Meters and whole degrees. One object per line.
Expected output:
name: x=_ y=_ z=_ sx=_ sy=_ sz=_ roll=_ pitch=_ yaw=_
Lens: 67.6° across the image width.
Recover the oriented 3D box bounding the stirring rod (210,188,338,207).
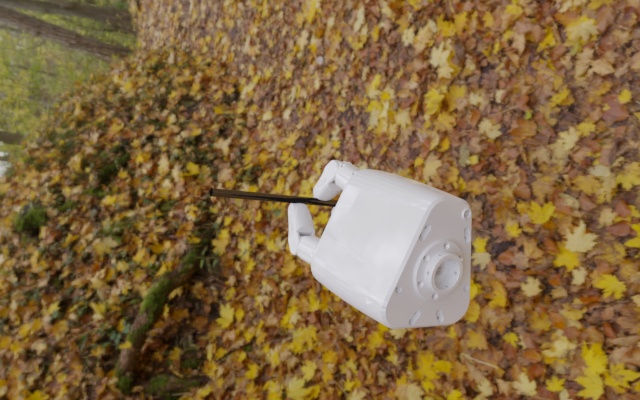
stirring rod: x=0.000 y=0.002 z=0.511 sx=0.239 sy=0.011 sz=0.011 roll=5 pitch=-3 yaw=-31
